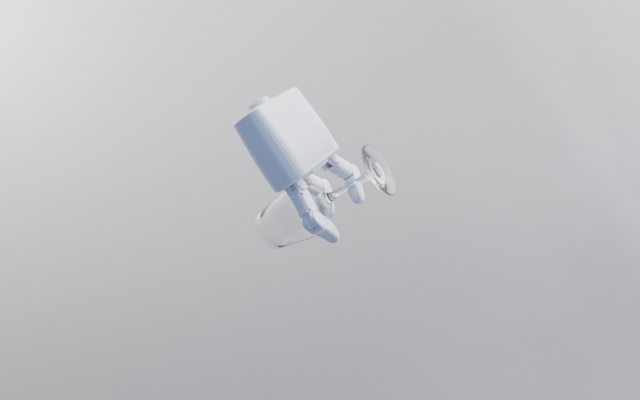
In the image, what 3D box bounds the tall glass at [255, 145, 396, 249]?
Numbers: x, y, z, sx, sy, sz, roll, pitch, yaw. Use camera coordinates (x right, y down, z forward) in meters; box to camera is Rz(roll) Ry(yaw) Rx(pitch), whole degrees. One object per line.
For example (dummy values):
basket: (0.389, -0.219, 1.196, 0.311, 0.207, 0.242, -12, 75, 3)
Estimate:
tall glass: (0.001, 0.002, 0.664, 0.201, 0.079, 0.079, -29, -15, 29)
